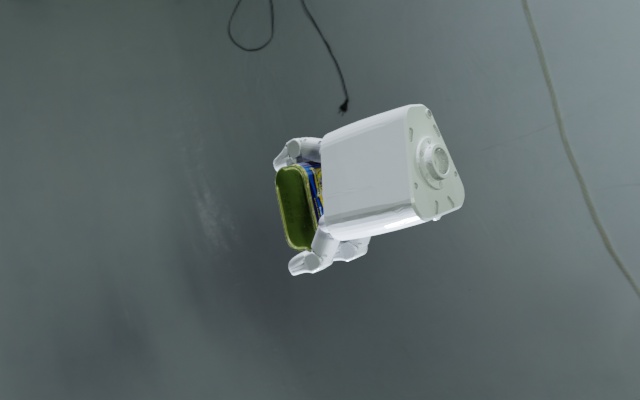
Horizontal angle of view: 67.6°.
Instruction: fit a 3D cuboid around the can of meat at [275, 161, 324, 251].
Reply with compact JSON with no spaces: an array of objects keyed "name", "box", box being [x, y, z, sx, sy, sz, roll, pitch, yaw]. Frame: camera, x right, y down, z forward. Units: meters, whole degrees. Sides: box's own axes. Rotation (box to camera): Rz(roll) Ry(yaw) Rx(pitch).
[{"name":"can of meat","box":[0.000,0.002,0.550,0.057,0.102,0.084,-10,4,44]}]
